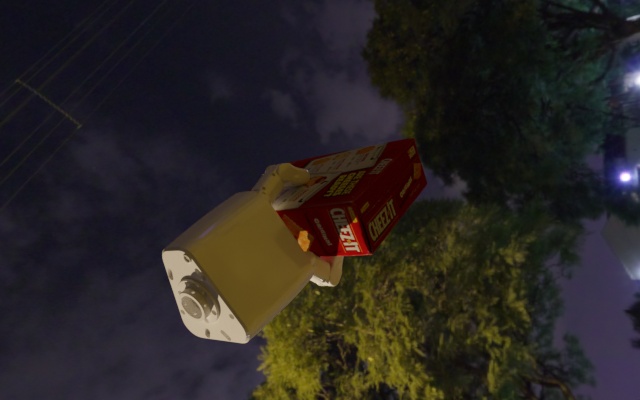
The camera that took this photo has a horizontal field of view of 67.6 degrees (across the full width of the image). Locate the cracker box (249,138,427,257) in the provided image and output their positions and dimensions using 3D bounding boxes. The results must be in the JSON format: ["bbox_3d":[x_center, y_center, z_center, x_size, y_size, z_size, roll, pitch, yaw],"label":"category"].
[{"bbox_3d":[0.000,0.002,0.585,0.214,0.072,0.164,-7,25,38],"label":"cracker box"}]
